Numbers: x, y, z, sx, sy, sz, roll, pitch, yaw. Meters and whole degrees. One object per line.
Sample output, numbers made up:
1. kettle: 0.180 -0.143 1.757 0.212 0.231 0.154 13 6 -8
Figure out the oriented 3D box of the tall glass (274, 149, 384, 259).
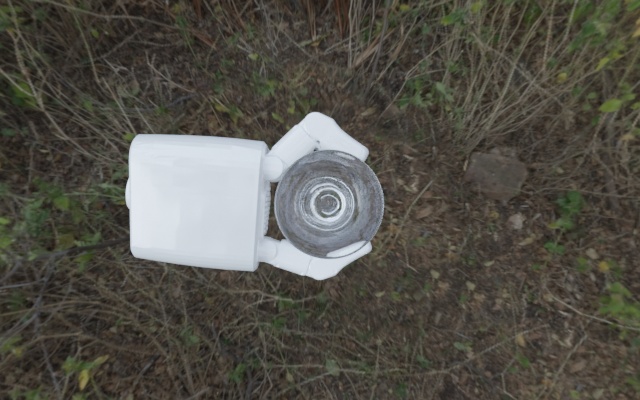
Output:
1. tall glass: 0.000 0.001 0.419 0.079 0.079 0.201 0 1 -3
